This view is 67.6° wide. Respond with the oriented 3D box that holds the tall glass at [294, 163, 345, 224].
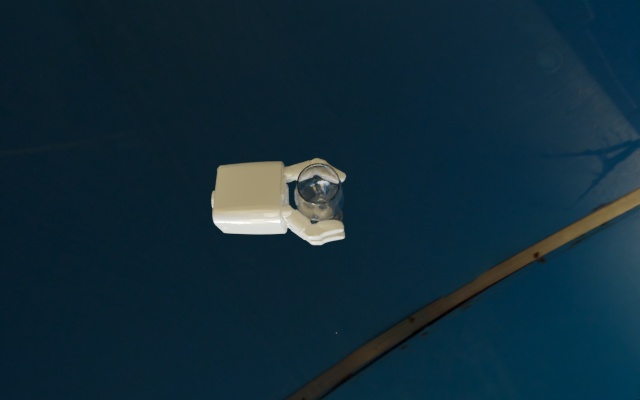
[{"bbox_3d":[0.000,0.003,0.768,0.079,0.079,0.201,0,-15,2],"label":"tall glass"}]
